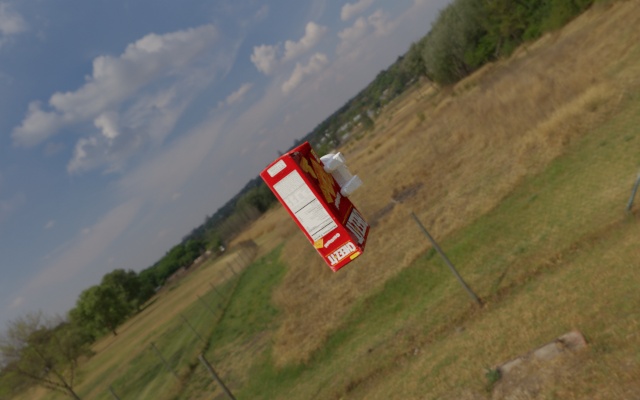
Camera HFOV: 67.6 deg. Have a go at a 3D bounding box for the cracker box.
[{"bbox_3d":[0.000,0.003,0.871,0.072,0.214,0.164,-36,5,16],"label":"cracker box"}]
